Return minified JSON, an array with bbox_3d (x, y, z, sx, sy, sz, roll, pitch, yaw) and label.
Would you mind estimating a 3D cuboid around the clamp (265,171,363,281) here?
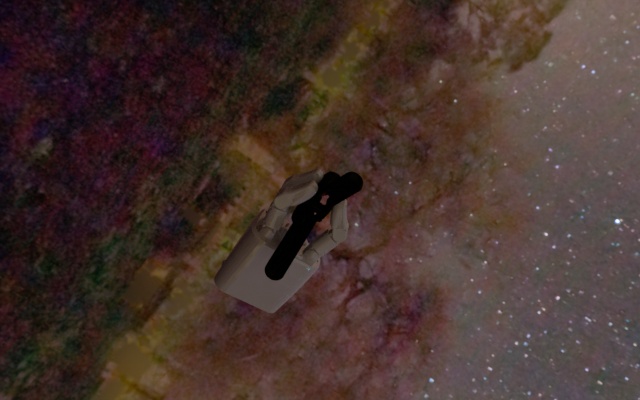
[{"bbox_3d":[0.001,0.003,0.636,0.036,0.164,0.210,40,20,-9],"label":"clamp"}]
